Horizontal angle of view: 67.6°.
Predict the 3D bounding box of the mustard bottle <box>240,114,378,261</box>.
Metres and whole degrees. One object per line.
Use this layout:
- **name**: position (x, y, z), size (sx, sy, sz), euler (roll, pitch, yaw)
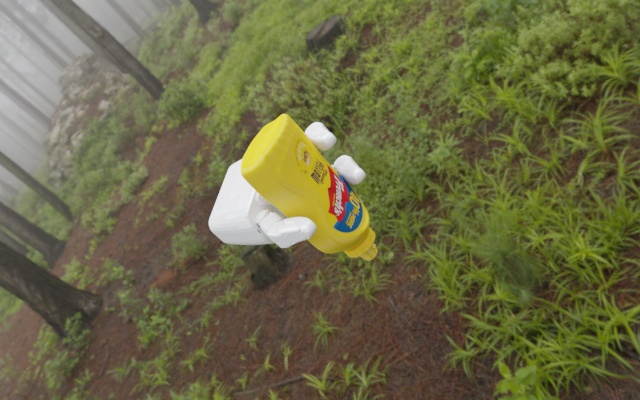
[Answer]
- **mustard bottle**: position (0.000, 0.001, 0.527), size (0.058, 0.192, 0.096), euler (-28, 28, 31)
